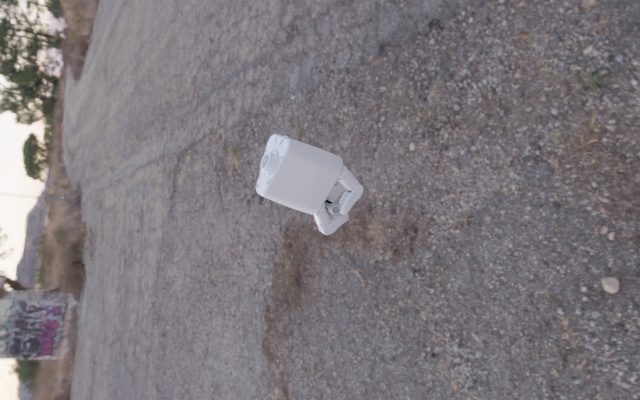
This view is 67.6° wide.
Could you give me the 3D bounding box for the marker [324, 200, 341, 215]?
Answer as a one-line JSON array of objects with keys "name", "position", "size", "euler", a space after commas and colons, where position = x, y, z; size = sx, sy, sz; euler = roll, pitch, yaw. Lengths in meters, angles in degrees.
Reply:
[{"name": "marker", "position": [0.000, 0.003, 0.872], "size": [0.020, 0.020, 0.121], "euler": [0, 13, -28]}]
